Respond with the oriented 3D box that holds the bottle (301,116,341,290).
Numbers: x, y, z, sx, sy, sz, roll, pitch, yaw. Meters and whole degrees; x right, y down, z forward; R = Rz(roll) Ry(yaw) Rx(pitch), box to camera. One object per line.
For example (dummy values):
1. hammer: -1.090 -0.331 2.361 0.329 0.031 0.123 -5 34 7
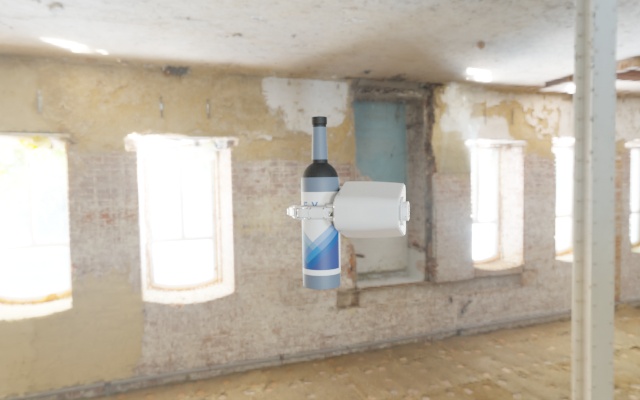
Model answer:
1. bottle: 0.000 0.003 0.834 0.069 0.296 0.069 -1 3 0
